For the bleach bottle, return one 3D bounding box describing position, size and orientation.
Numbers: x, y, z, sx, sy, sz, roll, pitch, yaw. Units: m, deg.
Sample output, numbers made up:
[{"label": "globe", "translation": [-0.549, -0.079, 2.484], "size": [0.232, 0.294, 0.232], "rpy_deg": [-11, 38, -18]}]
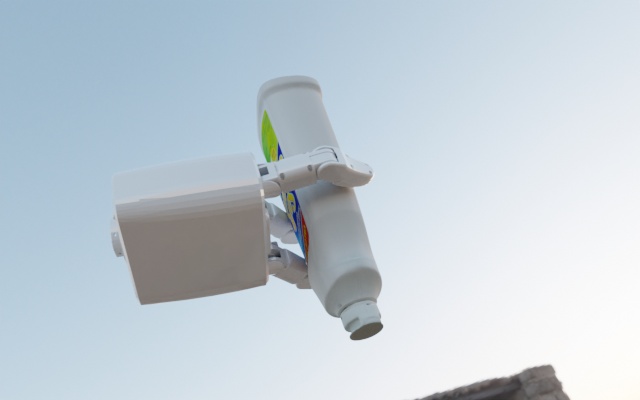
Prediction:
[{"label": "bleach bottle", "translation": [0.000, 0.001, 0.433], "size": [0.068, 0.250, 0.103], "rpy_deg": [-10, -38, -15]}]
